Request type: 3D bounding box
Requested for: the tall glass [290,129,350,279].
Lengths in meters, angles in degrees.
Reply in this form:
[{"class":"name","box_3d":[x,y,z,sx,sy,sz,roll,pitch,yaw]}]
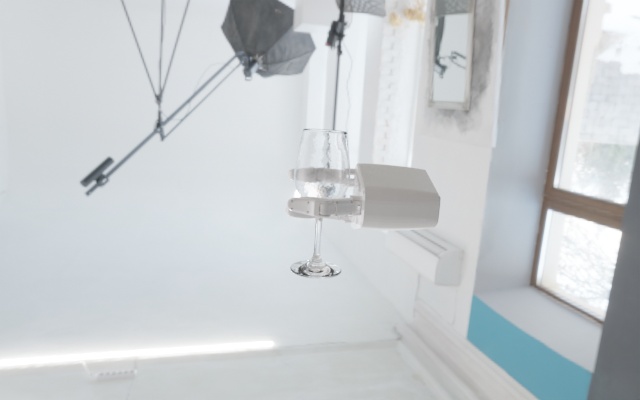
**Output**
[{"class":"tall glass","box_3d":[0.000,0.003,0.669,0.079,0.201,0.079,3,11,-1]}]
